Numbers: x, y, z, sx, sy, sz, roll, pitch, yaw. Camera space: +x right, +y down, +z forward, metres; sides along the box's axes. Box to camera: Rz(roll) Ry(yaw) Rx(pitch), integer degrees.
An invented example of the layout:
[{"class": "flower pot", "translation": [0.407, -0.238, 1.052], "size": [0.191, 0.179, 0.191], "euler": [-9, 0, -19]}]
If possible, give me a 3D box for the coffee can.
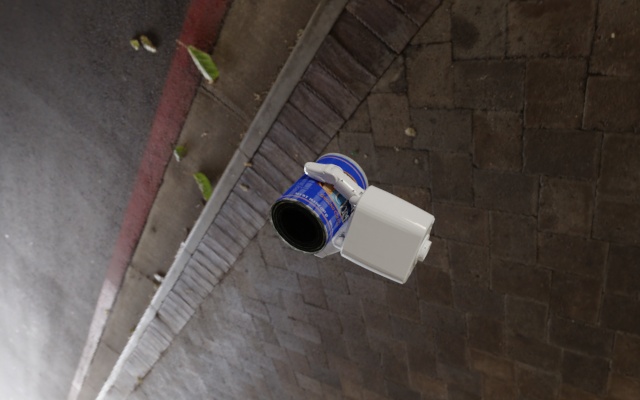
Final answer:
[{"class": "coffee can", "translation": [0.000, 0.002, 0.758], "size": [0.103, 0.103, 0.140], "euler": [0, 33, 37]}]
